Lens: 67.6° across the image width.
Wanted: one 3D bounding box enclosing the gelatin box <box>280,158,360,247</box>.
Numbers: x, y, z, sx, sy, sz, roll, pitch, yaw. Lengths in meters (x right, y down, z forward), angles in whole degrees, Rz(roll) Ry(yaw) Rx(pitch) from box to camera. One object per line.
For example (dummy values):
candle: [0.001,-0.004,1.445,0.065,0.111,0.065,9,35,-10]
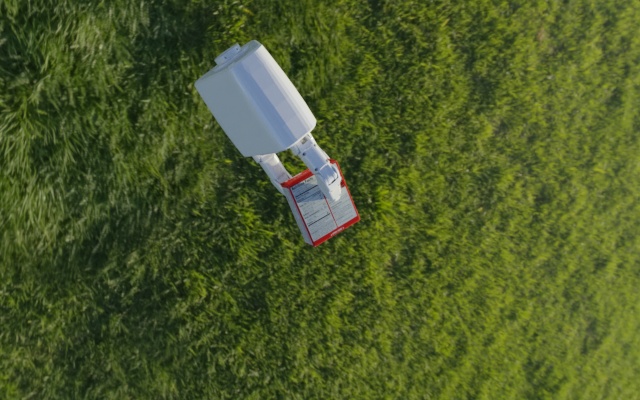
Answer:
gelatin box: [0.000,0.002,0.601,0.073,0.089,0.030,-30,19,-20]
